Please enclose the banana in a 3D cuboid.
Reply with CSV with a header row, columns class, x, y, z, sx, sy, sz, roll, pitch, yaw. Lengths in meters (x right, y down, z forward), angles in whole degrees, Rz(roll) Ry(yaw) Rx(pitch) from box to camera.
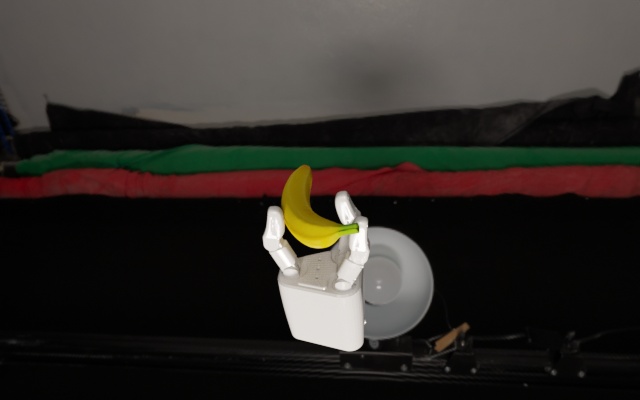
class,x,y,z,sx,sy,sz,roll,pitch,yaw
banana,-0.016,0.009,0.605,0.069,0.037,0.197,-19,31,-11
